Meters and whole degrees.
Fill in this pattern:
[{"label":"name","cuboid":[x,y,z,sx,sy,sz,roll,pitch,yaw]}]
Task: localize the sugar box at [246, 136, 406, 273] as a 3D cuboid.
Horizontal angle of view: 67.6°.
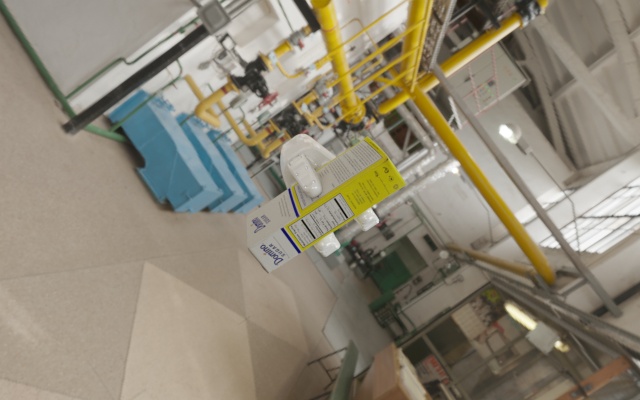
[{"label":"sugar box","cuboid":[0.000,0.002,0.537,0.176,0.048,0.093,-35,22,5]}]
